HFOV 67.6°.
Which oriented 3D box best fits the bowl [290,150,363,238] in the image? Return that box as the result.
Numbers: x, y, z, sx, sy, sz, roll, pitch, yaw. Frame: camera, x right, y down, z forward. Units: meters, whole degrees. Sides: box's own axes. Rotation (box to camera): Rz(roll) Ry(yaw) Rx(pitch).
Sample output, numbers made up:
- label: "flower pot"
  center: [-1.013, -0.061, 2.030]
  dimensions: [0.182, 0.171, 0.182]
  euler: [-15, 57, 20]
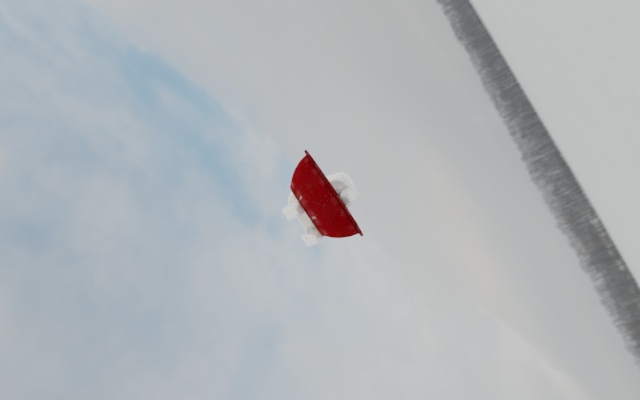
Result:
- label: "bowl"
  center: [0.000, 0.003, 0.746]
  dimensions: [0.055, 0.162, 0.162]
  euler: [-34, 0, -1]
